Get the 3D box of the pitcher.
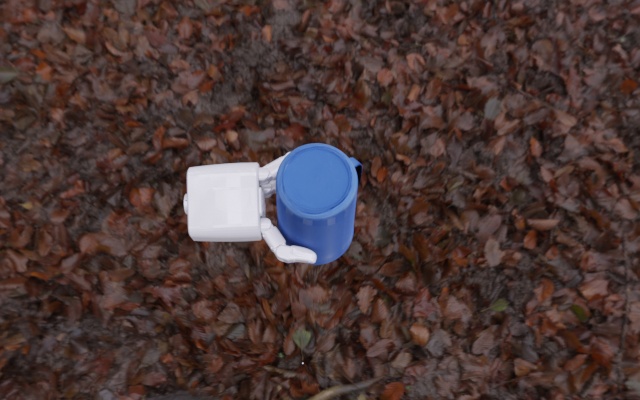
[{"bbox_3d":[0.000,0.002,0.729,0.145,0.149,0.243,-2,-19,-2],"label":"pitcher"}]
